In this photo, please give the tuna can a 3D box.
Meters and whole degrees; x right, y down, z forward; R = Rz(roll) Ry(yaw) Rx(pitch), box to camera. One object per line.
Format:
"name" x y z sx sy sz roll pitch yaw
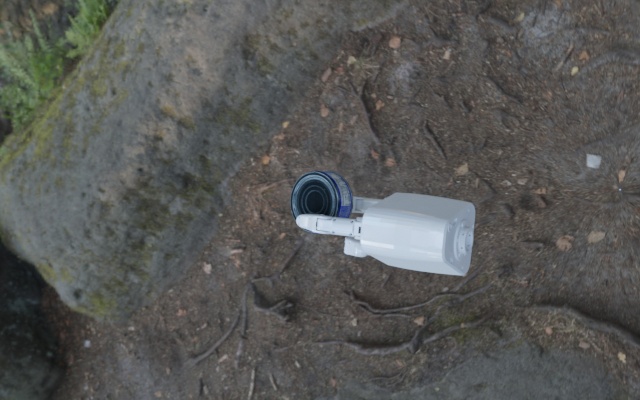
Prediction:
"tuna can" 0.000 0.002 0.650 0.086 0.086 0.034 0 1 38
